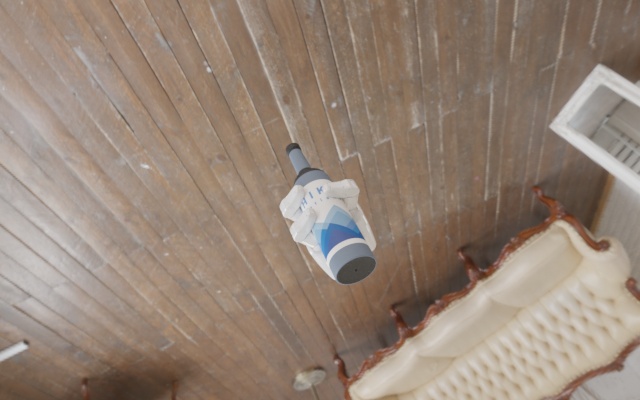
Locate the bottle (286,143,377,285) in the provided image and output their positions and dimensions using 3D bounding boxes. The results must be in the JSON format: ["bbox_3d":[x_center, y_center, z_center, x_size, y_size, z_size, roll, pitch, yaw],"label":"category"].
[{"bbox_3d":[0.000,0.003,0.786,0.069,0.069,0.295,0,42,-29],"label":"bottle"}]
